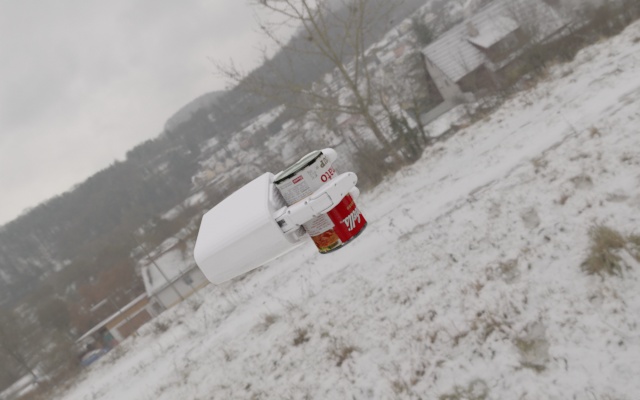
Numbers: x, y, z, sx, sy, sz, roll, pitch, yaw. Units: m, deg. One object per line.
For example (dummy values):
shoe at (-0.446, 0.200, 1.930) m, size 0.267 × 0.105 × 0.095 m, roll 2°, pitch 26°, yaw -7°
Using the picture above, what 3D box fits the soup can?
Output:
soup can at (0.000, 0.001, 0.557) m, size 0.068 × 0.102 × 0.068 m, roll -31°, pitch 11°, yaw 7°
